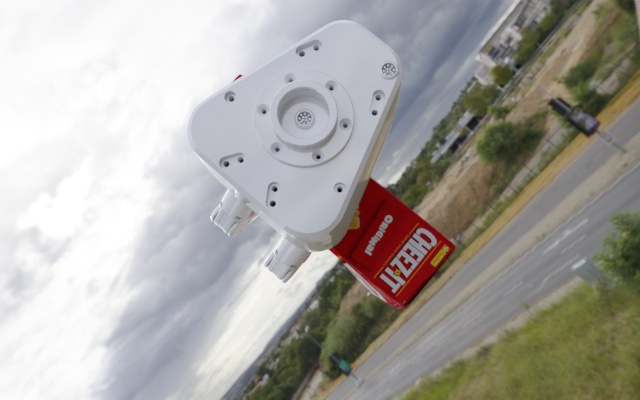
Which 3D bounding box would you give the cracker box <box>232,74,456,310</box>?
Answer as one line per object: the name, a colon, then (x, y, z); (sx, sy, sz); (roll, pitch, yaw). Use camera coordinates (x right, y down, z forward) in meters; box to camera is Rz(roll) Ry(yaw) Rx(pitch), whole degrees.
cracker box: (0.000, 0.001, 0.436); (0.213, 0.072, 0.164); (40, -4, 6)
